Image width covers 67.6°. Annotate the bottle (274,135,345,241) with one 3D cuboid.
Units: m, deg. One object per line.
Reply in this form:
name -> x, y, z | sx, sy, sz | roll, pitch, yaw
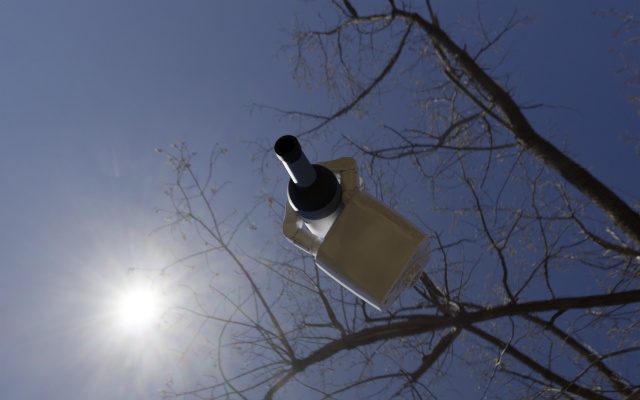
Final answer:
bottle -> 0.000, 0.002, 0.634 | 0.069, 0.069, 0.296 | 0, -24, 16
